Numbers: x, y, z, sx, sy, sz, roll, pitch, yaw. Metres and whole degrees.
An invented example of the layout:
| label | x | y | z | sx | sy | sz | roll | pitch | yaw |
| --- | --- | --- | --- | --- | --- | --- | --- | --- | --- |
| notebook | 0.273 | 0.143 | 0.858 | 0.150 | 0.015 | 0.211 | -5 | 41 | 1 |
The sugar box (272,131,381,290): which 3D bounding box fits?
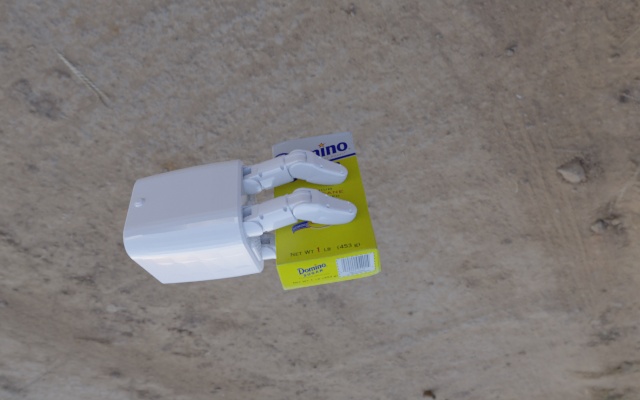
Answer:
| label | x | y | z | sx | sy | sz | roll | pitch | yaw |
| --- | --- | --- | --- | --- | --- | --- | --- | --- | --- |
| sugar box | 0.000 | 0.001 | 0.488 | 0.093 | 0.176 | 0.048 | -9 | -43 | 1 |
